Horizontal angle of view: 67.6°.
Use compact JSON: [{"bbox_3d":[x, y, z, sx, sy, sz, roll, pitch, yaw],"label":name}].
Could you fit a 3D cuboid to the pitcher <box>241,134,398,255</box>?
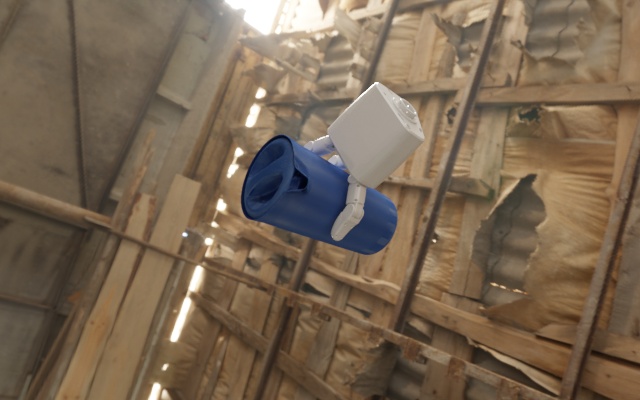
[{"bbox_3d":[0.000,0.002,0.766,0.243,0.149,0.145,25,-56,-34],"label":"pitcher"}]
